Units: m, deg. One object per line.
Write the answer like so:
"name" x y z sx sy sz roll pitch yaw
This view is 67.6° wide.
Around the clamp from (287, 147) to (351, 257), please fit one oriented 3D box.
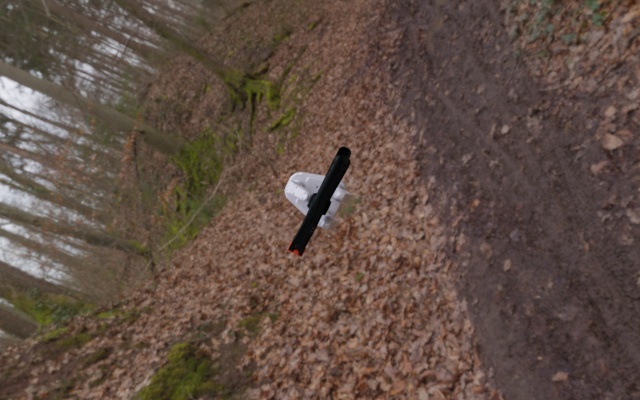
"clamp" -0.001 0.003 0.813 0.036 0.210 0.164 27 5 0
